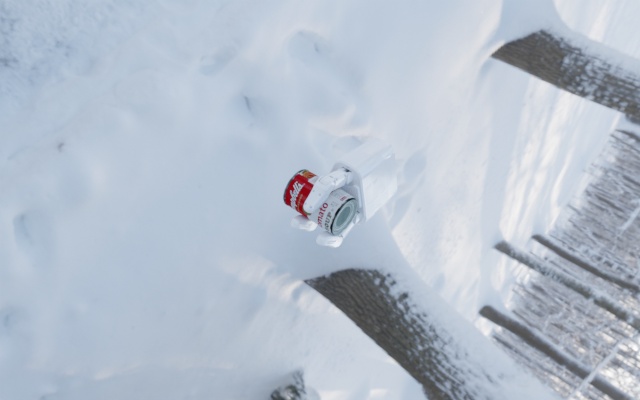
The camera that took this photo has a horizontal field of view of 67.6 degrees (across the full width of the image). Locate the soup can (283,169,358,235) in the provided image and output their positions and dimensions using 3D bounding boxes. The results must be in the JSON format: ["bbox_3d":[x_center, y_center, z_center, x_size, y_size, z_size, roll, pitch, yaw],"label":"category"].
[{"bbox_3d":[0.000,0.003,0.762,0.102,0.068,0.068,32,15,26],"label":"soup can"}]
